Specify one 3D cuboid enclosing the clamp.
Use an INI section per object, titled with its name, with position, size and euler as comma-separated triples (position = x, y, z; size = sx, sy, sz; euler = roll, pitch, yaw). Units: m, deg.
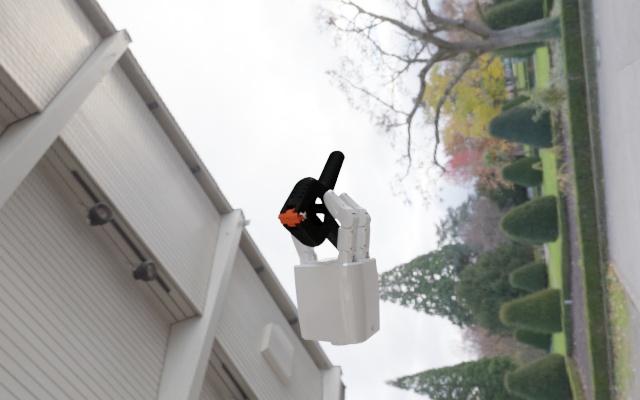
[clamp]
position = -0.001, 0.003, 0.673
size = 0.036, 0.164, 0.210
euler = -6, -3, 23
